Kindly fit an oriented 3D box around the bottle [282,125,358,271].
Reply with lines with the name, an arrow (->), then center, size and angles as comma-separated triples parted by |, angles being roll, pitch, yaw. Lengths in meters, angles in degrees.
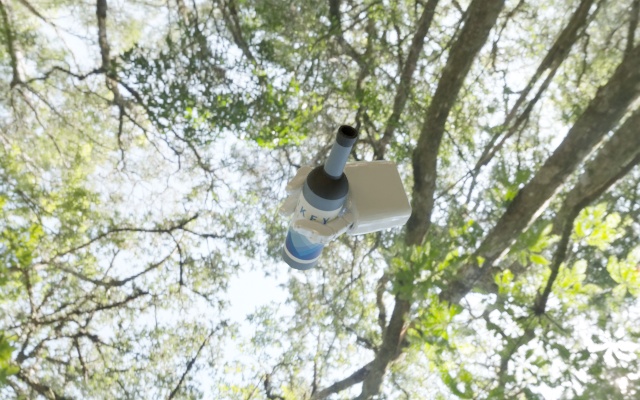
bottle -> 0.000, 0.003, 0.741 | 0.069, 0.069, 0.296 | 0, -40, -19
